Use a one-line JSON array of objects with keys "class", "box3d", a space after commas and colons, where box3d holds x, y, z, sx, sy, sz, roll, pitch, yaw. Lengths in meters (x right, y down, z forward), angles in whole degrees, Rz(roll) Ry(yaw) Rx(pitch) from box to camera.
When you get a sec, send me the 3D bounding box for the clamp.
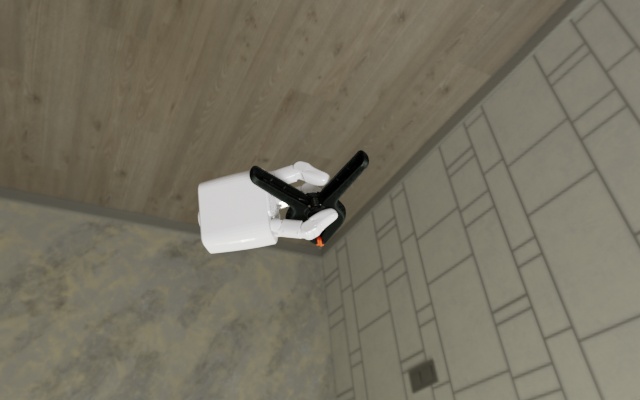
[{"class": "clamp", "box3d": [0.000, 0.003, 0.722, 0.164, 0.036, 0.210, -12, -36, 5]}]
